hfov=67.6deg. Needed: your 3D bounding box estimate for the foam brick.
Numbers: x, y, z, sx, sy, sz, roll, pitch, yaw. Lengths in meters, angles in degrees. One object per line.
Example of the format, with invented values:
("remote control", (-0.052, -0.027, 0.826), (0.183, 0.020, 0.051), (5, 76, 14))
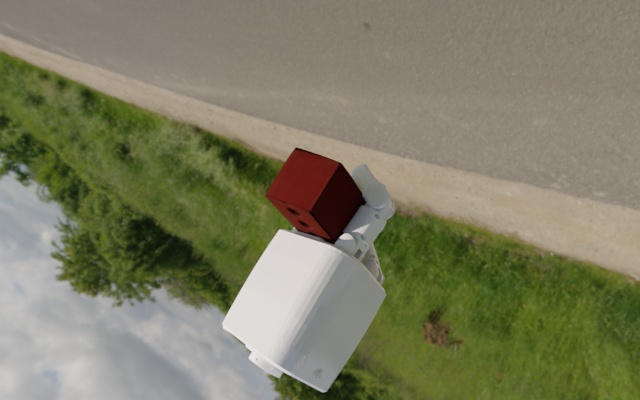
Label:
("foam brick", (0.000, 0.001, 0.416), (0.053, 0.051, 0.078), (21, -19, 37))
